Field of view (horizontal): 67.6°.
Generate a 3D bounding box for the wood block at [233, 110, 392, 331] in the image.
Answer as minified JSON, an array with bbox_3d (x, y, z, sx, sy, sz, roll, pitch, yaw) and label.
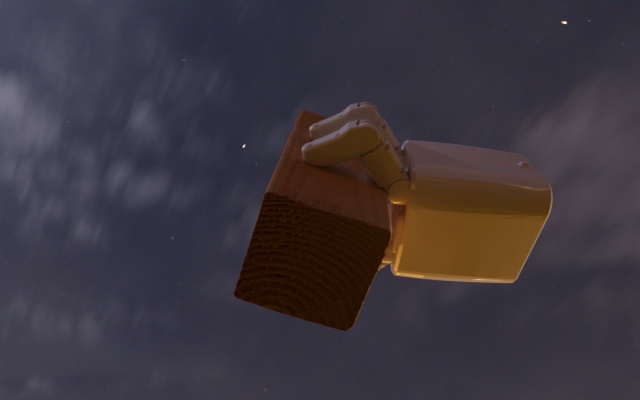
[{"bbox_3d":[0.000,0.002,0.414,0.090,0.091,0.206,18,25,-4],"label":"wood block"}]
